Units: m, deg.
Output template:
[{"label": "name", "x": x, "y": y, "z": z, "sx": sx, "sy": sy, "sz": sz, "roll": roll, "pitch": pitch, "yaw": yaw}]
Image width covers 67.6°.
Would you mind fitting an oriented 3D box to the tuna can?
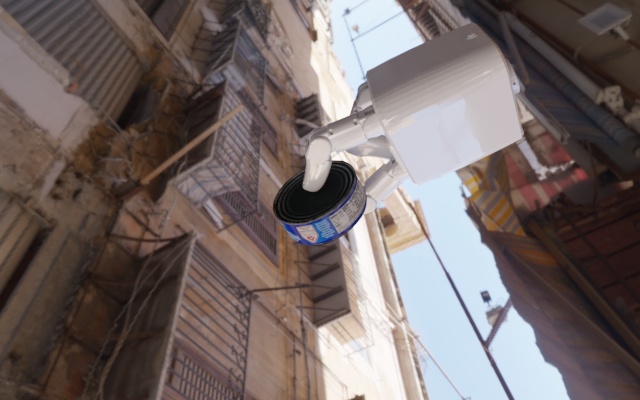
[{"label": "tuna can", "x": 0.000, "y": 0.002, "z": 0.454, "sx": 0.086, "sy": 0.034, "sz": 0.086, "roll": -20, "pitch": 36, "yaw": 15}]
